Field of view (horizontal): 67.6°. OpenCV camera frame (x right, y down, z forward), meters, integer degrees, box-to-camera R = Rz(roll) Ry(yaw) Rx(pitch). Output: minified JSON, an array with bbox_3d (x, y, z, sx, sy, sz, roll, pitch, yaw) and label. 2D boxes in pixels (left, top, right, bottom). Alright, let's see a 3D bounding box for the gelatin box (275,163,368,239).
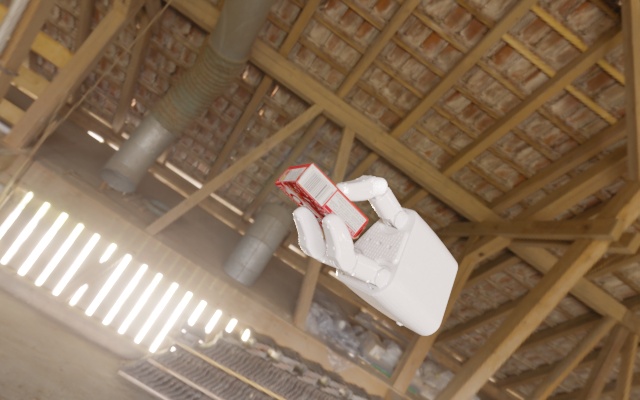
[{"bbox_3d":[0.000,0.001,0.510,0.089,0.030,0.073,45,-14,-17],"label":"gelatin box"}]
